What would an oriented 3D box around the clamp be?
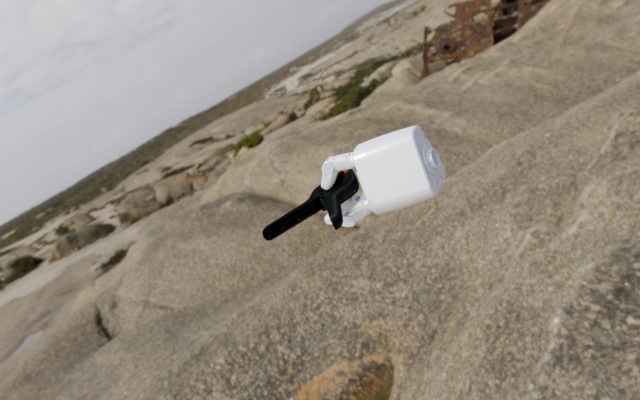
[{"bbox_3d":[0.000,0.002,0.834,0.164,0.036,0.210,-14,22,32],"label":"clamp"}]
